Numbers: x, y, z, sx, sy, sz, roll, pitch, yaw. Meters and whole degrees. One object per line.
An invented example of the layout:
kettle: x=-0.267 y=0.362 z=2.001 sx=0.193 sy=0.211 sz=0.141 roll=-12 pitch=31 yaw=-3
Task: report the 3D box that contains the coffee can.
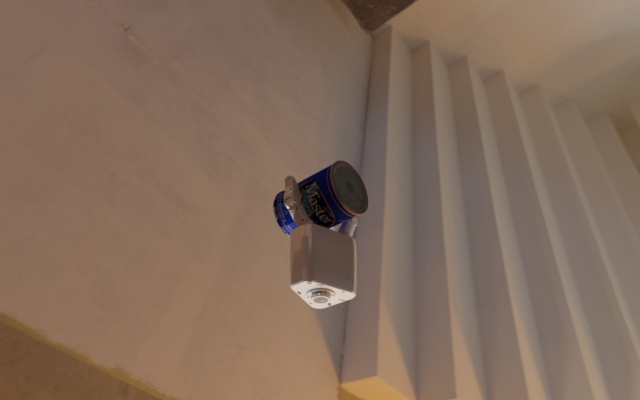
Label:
coffee can: x=0.000 y=0.003 z=0.863 sx=0.140 sy=0.102 sz=0.103 roll=-26 pitch=-15 yaw=32
